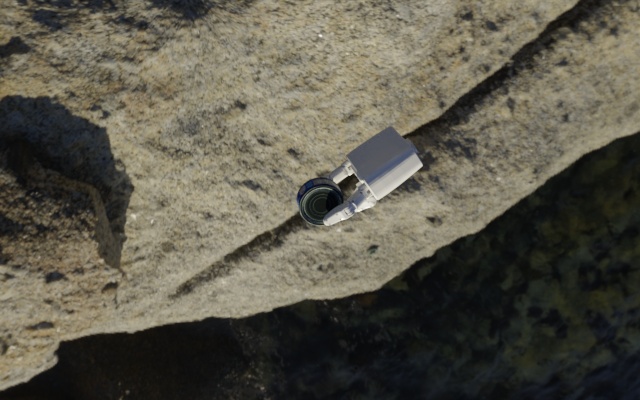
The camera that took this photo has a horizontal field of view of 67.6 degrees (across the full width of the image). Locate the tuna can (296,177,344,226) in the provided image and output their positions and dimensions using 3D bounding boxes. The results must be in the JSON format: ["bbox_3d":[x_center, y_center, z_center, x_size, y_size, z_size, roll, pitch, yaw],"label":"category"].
[{"bbox_3d":[0.000,0.003,0.876,0.086,0.086,0.033,0,27,-11],"label":"tuna can"}]
